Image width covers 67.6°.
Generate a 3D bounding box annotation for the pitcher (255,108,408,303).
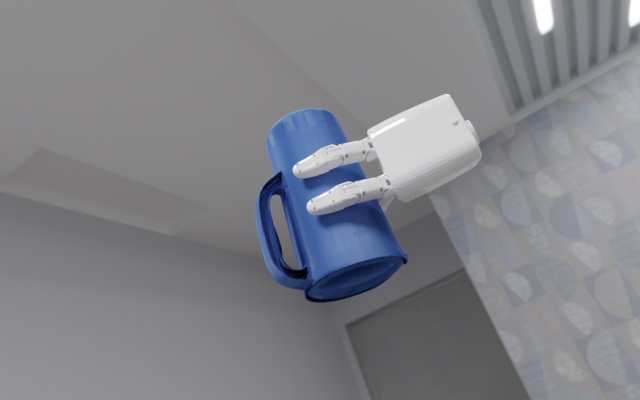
[{"bbox_3d":[0.000,0.002,0.624,0.145,0.242,0.149,-27,-27,13],"label":"pitcher"}]
